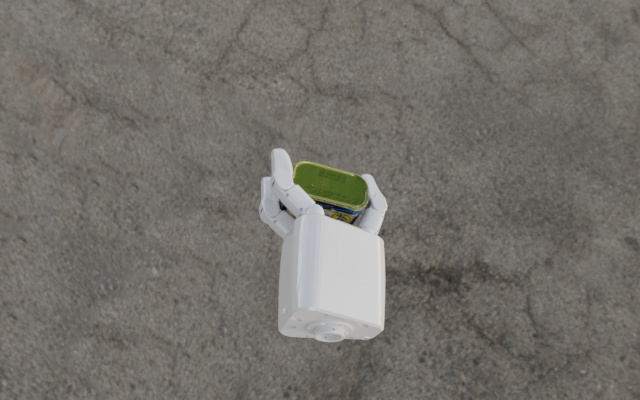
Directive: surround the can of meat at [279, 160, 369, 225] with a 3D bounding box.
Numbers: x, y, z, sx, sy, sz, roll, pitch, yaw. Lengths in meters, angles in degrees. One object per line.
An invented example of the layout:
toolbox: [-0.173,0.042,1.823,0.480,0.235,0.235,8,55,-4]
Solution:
can of meat: [0.000,0.002,0.588,0.102,0.057,0.084,14,-34,-10]
